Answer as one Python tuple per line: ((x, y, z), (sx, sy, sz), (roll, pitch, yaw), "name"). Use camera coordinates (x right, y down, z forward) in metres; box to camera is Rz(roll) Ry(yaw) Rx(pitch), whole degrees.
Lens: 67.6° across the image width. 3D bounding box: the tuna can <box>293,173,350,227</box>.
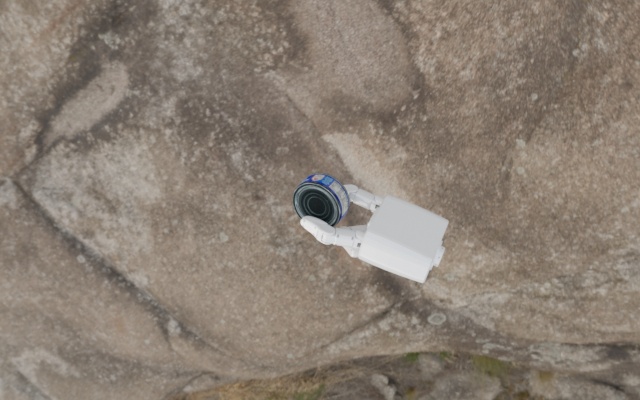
((0.000, 0.003, 0.740), (0.086, 0.086, 0.033), (0, 28, 31), "tuna can")
